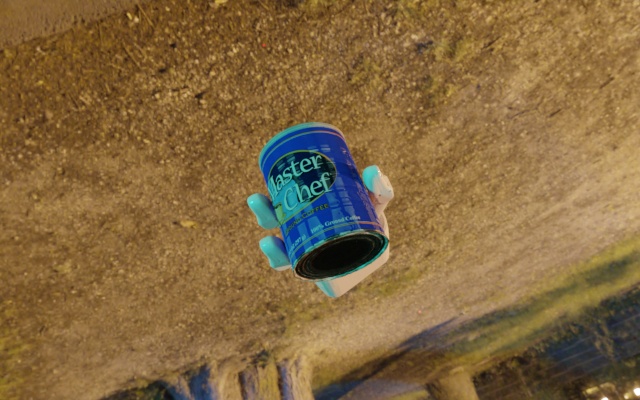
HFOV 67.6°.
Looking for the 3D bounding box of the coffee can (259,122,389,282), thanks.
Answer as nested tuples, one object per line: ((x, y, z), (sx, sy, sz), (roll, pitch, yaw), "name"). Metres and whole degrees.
((0.000, 0.001, 0.514), (0.103, 0.140, 0.103), (-15, -30, -9), "coffee can")
